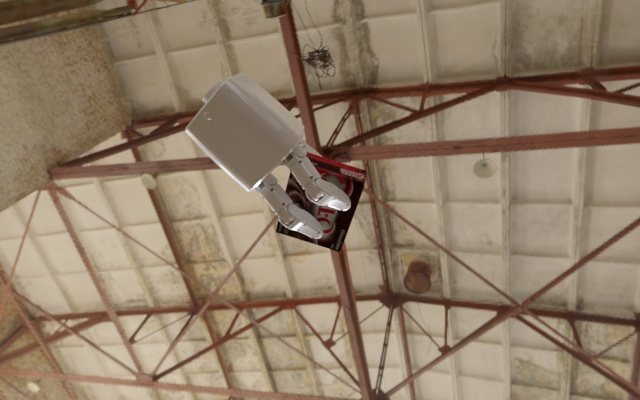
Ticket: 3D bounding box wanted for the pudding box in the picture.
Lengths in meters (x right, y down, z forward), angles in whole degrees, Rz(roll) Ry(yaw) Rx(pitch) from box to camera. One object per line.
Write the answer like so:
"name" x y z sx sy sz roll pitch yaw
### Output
"pudding box" 0.000 0.002 0.603 0.090 0.114 0.039 18 34 2
